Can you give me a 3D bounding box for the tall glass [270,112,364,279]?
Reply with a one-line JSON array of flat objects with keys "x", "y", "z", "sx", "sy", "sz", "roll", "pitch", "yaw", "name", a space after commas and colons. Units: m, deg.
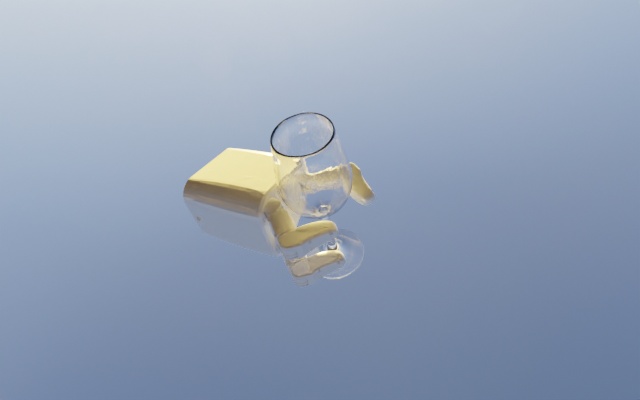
[{"x": 0.000, "y": 0.002, "z": 0.517, "sx": 0.079, "sy": 0.079, "sz": 0.201, "roll": 0, "pitch": -40, "yaw": 13, "name": "tall glass"}]
